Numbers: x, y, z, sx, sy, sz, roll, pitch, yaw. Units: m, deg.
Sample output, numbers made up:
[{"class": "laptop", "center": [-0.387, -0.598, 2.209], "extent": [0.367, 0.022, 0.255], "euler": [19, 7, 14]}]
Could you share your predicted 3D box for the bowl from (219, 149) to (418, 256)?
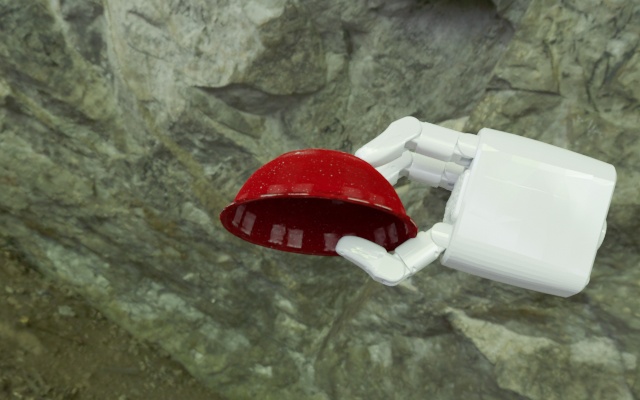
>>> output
[{"class": "bowl", "center": [-0.001, 0.001, 0.402], "extent": [0.162, 0.055, 0.162], "euler": [3, -21, 1]}]
